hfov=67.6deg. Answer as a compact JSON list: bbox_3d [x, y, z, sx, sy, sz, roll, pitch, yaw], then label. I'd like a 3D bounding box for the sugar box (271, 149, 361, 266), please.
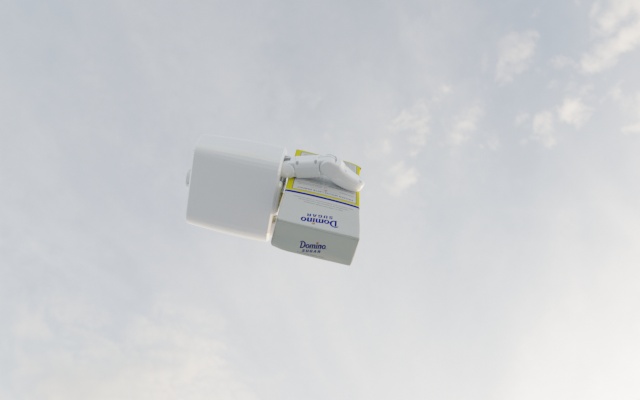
[{"bbox_3d":[0.000,0.002,0.582,0.093,0.048,0.176,14,33,-2],"label":"sugar box"}]
